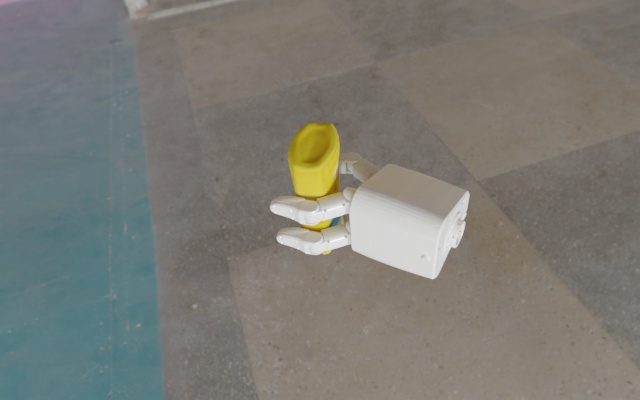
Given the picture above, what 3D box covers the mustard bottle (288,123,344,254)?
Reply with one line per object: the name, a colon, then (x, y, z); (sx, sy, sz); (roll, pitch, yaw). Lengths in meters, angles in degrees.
mustard bottle: (0.000, 0.002, 0.616); (0.058, 0.192, 0.096); (2, 45, 9)
